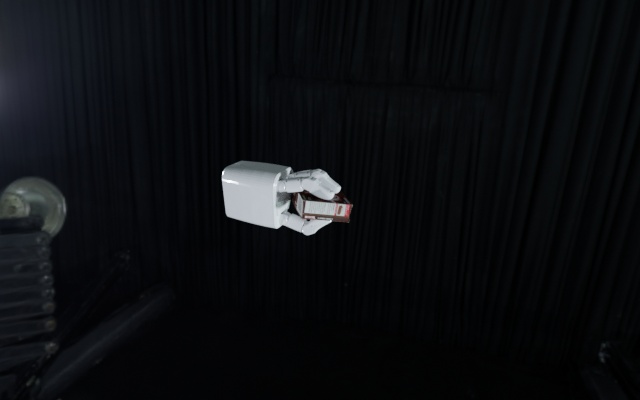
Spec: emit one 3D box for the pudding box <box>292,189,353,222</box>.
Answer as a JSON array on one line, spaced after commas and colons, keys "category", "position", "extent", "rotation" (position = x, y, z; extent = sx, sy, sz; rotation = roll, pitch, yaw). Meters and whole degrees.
[{"category": "pudding box", "position": [0.000, 0.003, 0.872], "extent": [0.090, 0.039, 0.113], "rotation": [4, 18, -13]}]
